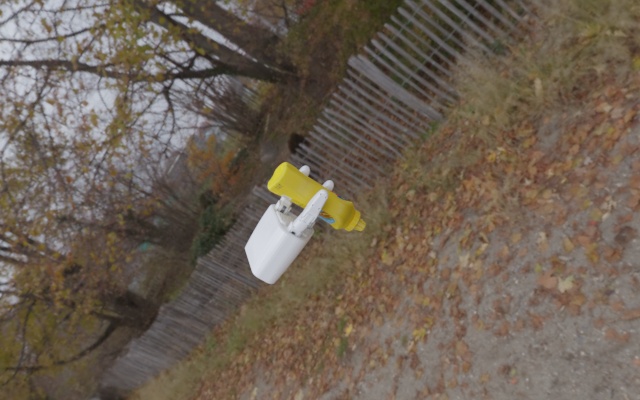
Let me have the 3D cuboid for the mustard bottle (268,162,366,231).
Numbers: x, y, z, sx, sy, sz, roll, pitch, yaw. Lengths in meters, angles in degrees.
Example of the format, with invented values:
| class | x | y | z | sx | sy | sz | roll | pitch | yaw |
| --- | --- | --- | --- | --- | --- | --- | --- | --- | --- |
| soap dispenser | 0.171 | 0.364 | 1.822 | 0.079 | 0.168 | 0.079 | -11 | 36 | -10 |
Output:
| class | x | y | z | sx | sy | sz | roll | pitch | yaw |
| --- | --- | --- | --- | --- | --- | --- | --- | --- | --- |
| mustard bottle | 0.000 | 0.002 | 0.868 | 0.191 | 0.058 | 0.096 | 31 | -11 | -14 |
